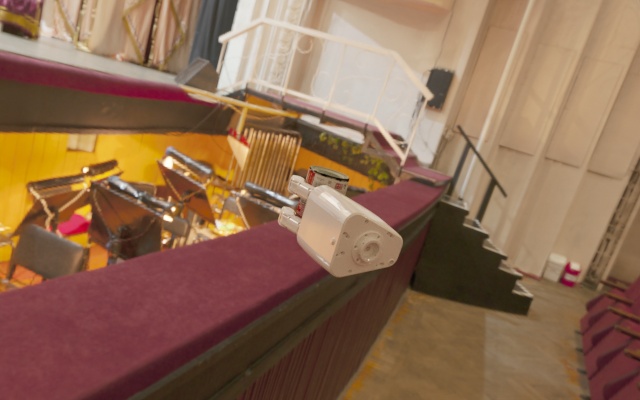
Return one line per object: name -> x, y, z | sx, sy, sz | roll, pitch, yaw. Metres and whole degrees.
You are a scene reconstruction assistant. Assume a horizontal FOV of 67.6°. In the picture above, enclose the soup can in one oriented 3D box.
soup can -> 0.000, 0.002, 0.762 | 0.068, 0.102, 0.068 | 16, 13, -4
